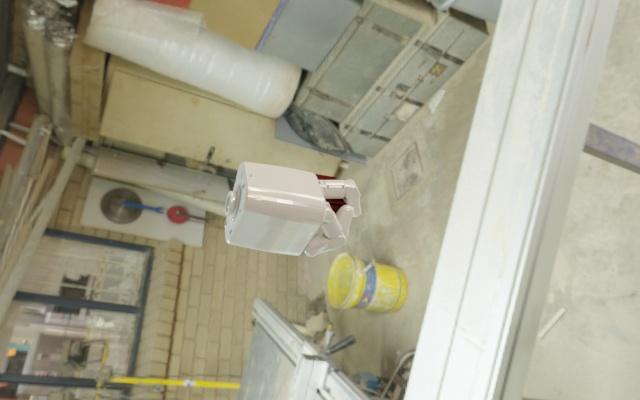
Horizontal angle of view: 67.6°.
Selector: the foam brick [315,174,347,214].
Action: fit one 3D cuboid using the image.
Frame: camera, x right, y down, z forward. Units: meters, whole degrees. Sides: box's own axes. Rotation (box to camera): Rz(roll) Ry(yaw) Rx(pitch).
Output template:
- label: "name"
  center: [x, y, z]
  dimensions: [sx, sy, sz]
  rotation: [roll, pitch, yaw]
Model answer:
- label: "foam brick"
  center: [0.000, 0.002, 0.715]
  dimensions: [0.051, 0.053, 0.078]
  rotation: [7, 33, -19]
